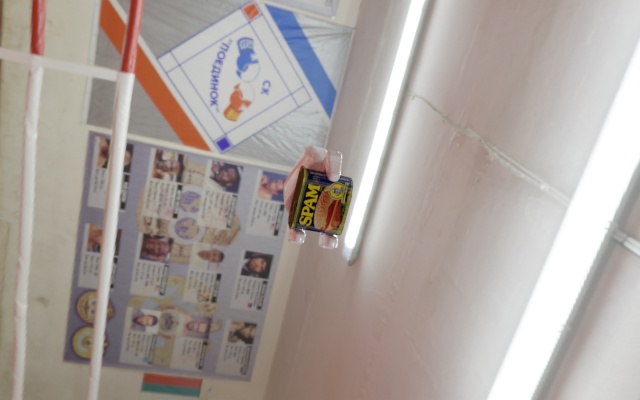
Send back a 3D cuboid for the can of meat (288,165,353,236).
[{"bbox_3d":[0.000,0.003,0.770,0.084,0.102,0.057,11,16,-13],"label":"can of meat"}]
